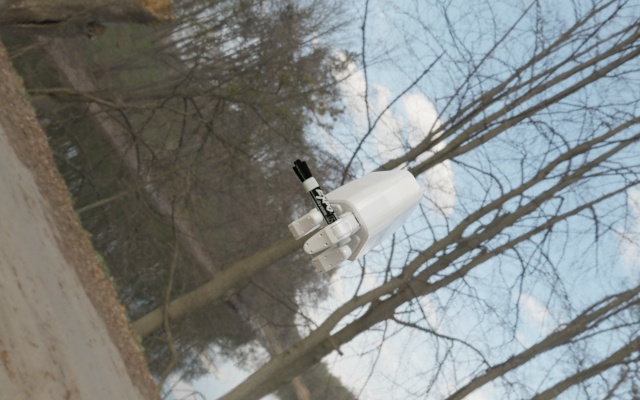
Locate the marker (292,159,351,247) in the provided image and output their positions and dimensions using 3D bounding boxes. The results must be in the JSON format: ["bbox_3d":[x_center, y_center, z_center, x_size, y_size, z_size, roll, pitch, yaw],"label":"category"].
[{"bbox_3d":[0.000,0.002,0.598,0.020,0.121,0.020,-30,-2,-1],"label":"marker"}]
